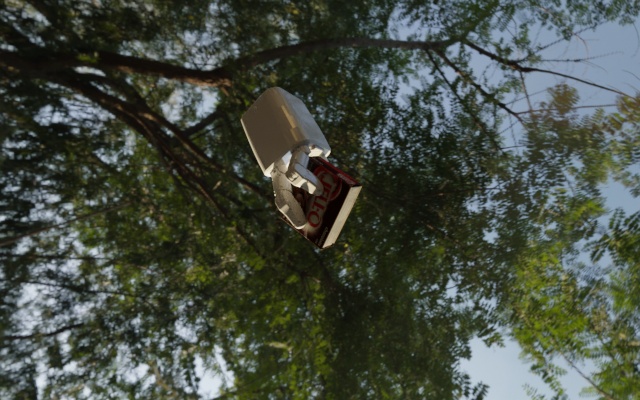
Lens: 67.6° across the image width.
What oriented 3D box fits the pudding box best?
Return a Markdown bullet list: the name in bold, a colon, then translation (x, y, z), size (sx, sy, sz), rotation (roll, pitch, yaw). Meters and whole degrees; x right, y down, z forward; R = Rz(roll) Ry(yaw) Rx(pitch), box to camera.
- **pudding box**: translation (0.000, 0.002, 0.715), size (0.090, 0.113, 0.039), rotation (36, 26, 30)
